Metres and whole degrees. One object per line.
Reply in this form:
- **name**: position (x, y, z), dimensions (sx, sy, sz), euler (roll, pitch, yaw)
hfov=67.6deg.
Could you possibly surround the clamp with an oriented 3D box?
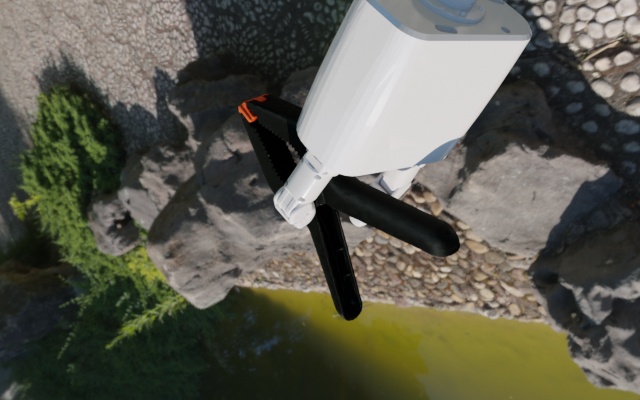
- **clamp**: position (-0.001, 0.001, 0.400), dimensions (0.036, 0.210, 0.165), euler (-29, -20, -36)
